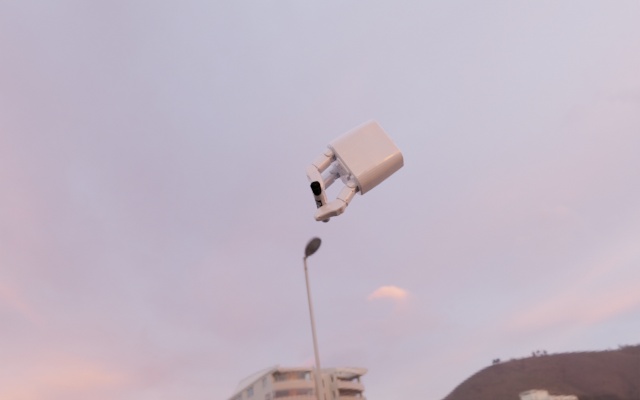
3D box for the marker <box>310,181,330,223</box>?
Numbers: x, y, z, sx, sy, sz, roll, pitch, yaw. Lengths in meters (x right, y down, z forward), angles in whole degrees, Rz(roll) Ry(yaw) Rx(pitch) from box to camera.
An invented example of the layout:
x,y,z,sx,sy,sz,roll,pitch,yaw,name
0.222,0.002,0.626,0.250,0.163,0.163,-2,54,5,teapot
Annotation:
x,y,z,sx,sy,sz,roll,pitch,yaw,name
0.000,0.003,0.876,0.020,0.020,0.121,0,-33,11,marker
